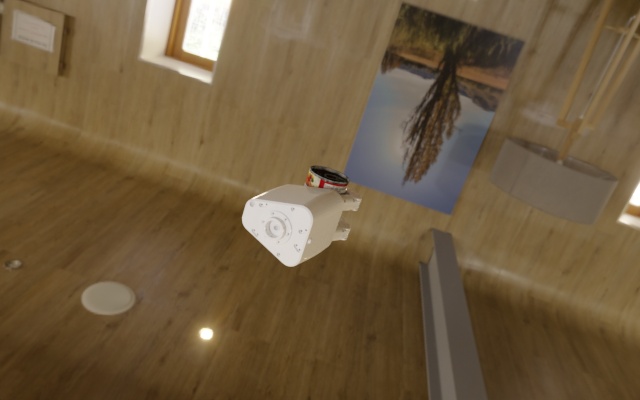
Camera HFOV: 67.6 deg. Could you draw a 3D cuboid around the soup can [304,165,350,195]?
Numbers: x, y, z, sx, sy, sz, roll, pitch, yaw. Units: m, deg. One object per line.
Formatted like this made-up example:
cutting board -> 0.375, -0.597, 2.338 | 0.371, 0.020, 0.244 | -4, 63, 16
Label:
soup can -> 0.000, 0.003, 0.783 | 0.068, 0.102, 0.068 | 17, 19, -6
